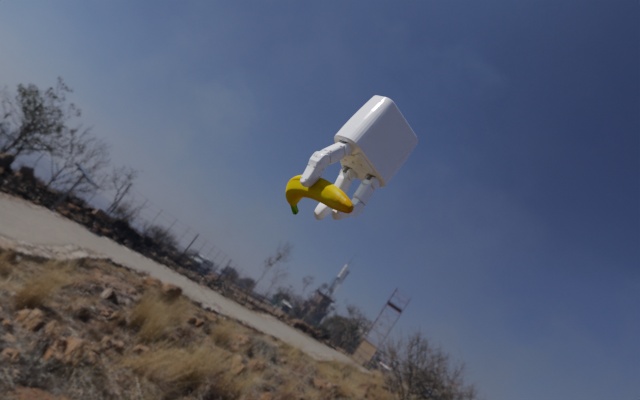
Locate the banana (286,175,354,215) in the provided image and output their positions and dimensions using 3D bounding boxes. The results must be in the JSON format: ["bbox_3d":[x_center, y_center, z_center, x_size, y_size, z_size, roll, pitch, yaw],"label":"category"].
[{"bbox_3d":[-0.012,-0.011,0.773,0.037,0.070,0.198,-45,18,-20],"label":"banana"}]
